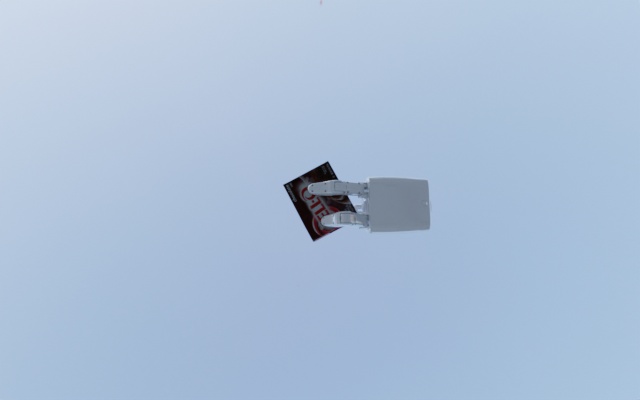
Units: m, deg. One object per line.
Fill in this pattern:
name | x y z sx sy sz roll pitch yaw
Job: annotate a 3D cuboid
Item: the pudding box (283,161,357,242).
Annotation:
pudding box | 0.000 0.003 0.827 0.090 0.113 0.039 -28 -8 -5
